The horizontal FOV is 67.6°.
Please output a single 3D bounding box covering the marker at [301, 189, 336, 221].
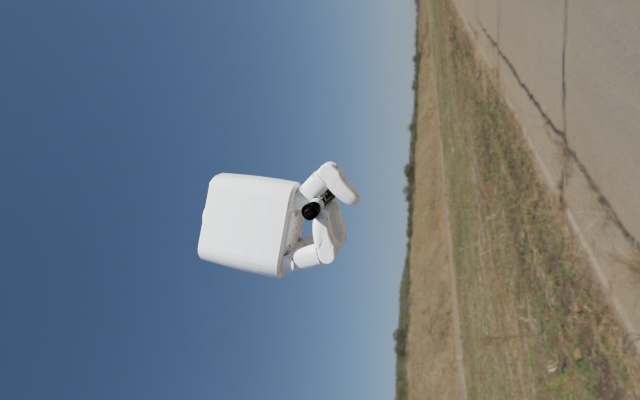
[{"bbox_3d":[0.000,0.002,0.573,0.020,0.020,0.121,0,12,13],"label":"marker"}]
